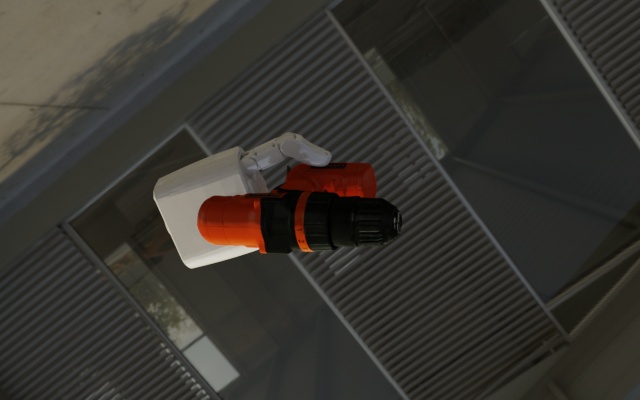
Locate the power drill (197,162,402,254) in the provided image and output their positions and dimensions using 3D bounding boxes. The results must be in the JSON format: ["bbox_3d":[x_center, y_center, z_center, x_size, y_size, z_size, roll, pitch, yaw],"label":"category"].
[{"bbox_3d":[0.000,0.002,0.475,0.184,0.057,0.187,2,12,19],"label":"power drill"}]
